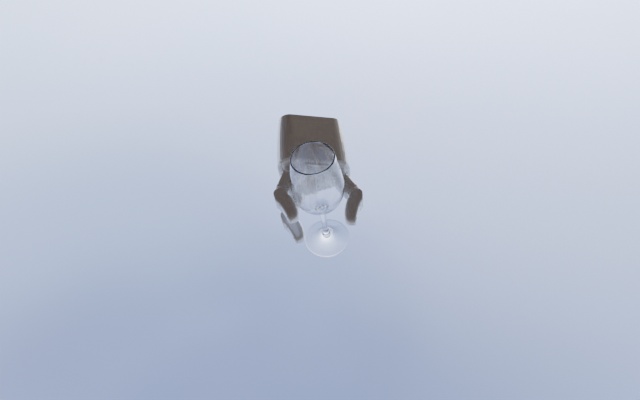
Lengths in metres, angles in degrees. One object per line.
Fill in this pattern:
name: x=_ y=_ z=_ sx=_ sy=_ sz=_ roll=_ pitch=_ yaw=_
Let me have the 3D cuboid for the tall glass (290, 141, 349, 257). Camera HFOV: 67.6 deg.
tall glass: x=0.000 y=0.003 z=0.717 sx=0.079 sy=0.079 sz=0.201 roll=0 pitch=-37 yaw=8
